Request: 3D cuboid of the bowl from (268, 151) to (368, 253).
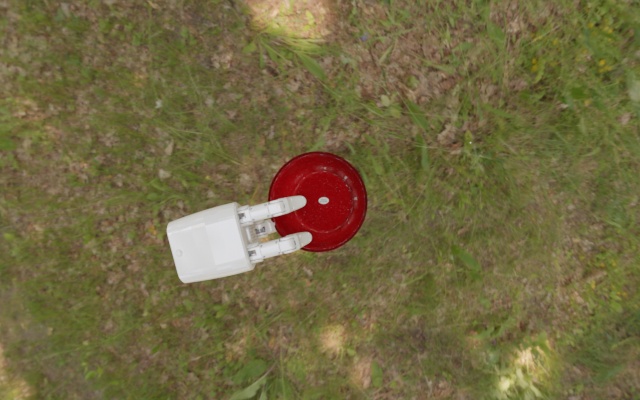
[{"bbox_3d":[0.001,0.002,0.736,0.162,0.162,0.055,0,0,-8],"label":"bowl"}]
